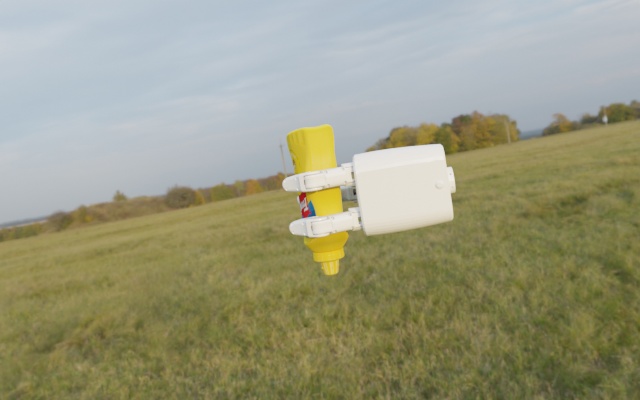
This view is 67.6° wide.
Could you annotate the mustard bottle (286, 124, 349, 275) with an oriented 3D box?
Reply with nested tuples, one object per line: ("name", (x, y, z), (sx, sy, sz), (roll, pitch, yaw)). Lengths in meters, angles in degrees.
("mustard bottle", (0.000, 0.002, 0.622), (0.058, 0.191, 0.096), (-11, 4, -15))
